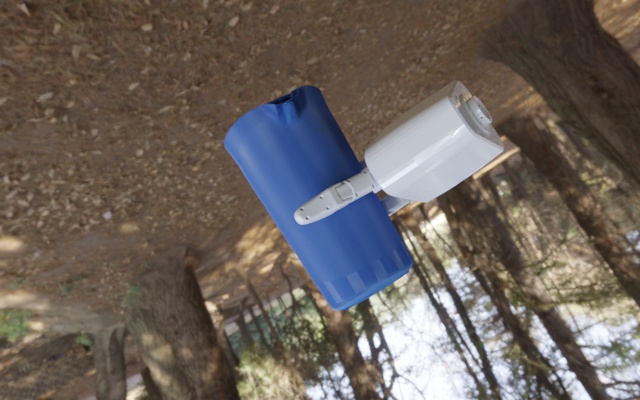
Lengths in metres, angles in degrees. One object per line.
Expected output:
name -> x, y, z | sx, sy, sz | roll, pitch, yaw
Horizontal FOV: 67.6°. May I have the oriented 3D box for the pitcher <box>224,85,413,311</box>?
pitcher -> 0.000, 0.002, 0.569 | 0.145, 0.243, 0.149 | -36, -10, 29
